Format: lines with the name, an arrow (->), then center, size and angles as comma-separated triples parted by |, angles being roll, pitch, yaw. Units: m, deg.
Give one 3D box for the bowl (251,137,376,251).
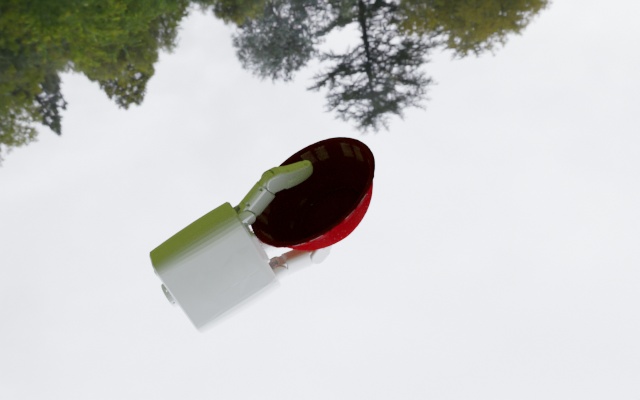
bowl -> 0.001, 0.001, 0.551 | 0.162, 0.162, 0.055 | 0, -39, 39
